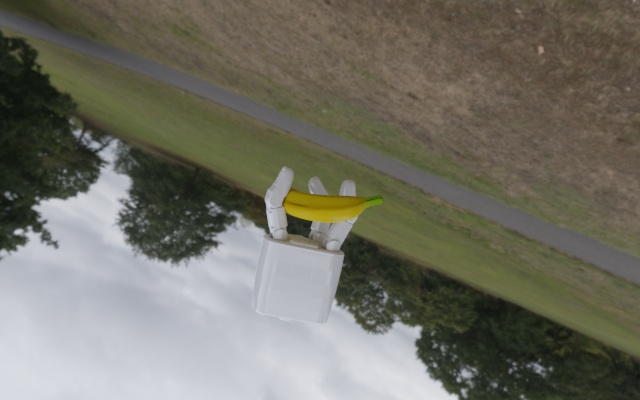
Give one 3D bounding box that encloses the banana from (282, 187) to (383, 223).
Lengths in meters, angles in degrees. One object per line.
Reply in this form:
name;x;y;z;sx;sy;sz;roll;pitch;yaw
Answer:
banana;-0.011;0.005;0.659;0.069;0.037;0.198;-9;13;-44
